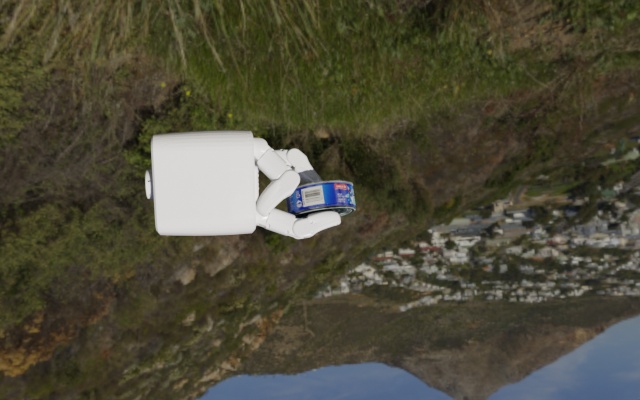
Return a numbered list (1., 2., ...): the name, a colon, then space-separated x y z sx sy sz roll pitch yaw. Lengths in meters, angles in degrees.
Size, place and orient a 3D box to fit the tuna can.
1. tuna can: 0.000 0.002 0.590 0.086 0.033 0.086 -8 -11 -2
